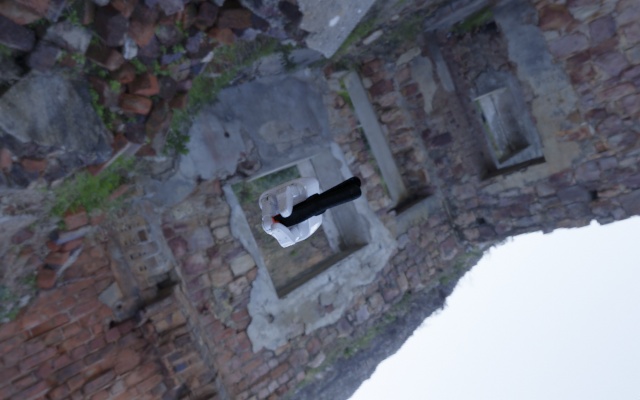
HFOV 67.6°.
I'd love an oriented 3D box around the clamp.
[{"bbox_3d":[0.000,0.003,0.837,0.171,0.039,0.120,-21,2,17],"label":"clamp"}]
